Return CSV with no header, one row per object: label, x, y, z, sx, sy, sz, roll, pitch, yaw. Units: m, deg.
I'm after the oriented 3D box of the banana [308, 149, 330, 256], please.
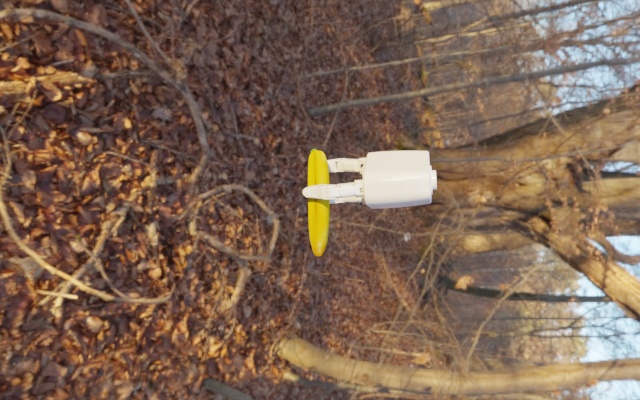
banana,-0.002,-0.005,0.825,0.037,0.197,0.070,-2,-13,5
